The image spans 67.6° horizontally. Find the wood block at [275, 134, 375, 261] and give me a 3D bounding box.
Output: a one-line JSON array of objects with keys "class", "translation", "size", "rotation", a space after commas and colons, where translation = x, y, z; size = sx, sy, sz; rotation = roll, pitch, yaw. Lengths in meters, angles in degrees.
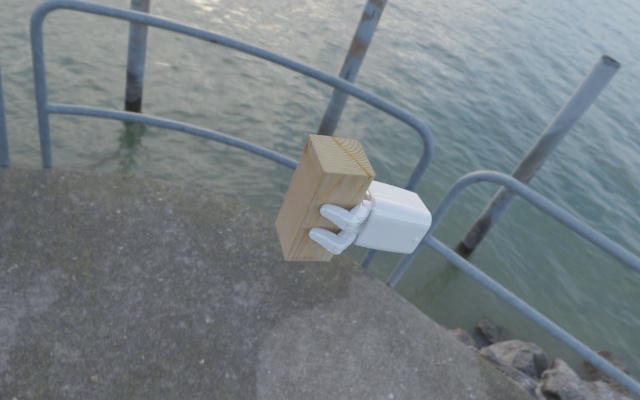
[{"class": "wood block", "translation": [0.000, 0.002, 0.794], "size": [0.090, 0.090, 0.206], "rotation": [3, -46, -24]}]
